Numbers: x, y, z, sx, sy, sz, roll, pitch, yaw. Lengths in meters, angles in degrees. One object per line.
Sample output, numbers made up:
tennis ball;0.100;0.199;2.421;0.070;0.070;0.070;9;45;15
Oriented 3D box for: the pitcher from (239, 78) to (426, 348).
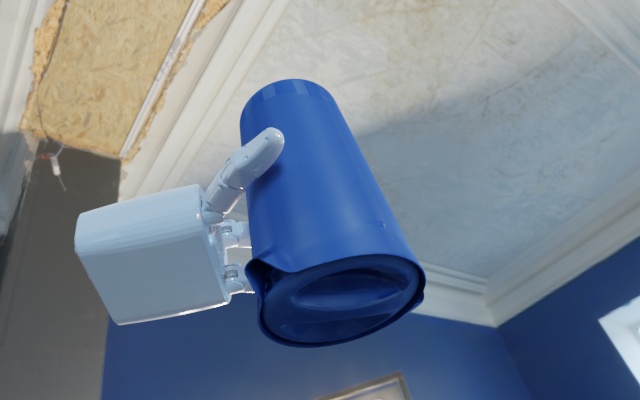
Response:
pitcher;0.000;0.001;0.445;0.145;0.242;0.149;-14;-40;-3
